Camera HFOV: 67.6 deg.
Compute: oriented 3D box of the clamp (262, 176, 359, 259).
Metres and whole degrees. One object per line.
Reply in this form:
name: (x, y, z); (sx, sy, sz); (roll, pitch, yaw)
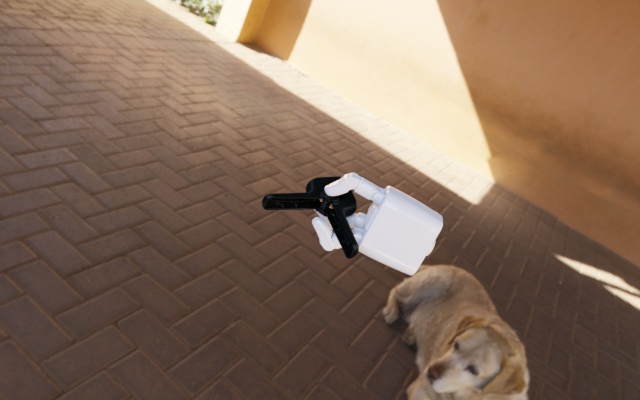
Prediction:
clamp: (0.001, 0.002, 0.796); (0.164, 0.036, 0.210); (28, 28, -2)
